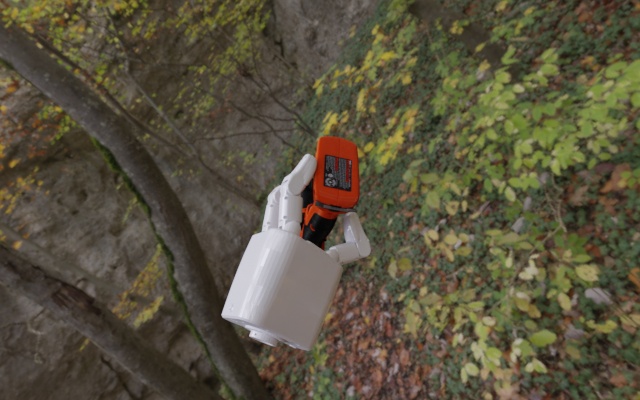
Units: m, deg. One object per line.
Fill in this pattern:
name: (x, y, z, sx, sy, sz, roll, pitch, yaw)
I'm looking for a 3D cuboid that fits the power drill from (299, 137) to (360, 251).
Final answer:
power drill: (0.000, 0.002, 0.656, 0.057, 0.184, 0.188, 8, -38, -10)
